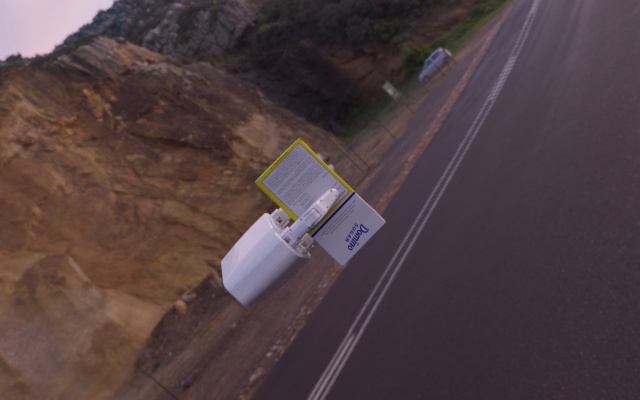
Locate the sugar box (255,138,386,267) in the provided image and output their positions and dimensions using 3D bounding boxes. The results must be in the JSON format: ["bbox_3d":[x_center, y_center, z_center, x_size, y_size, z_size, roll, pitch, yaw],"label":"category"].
[{"bbox_3d":[0.000,0.002,0.699,0.176,0.093,0.048,45,0,-5],"label":"sugar box"}]
